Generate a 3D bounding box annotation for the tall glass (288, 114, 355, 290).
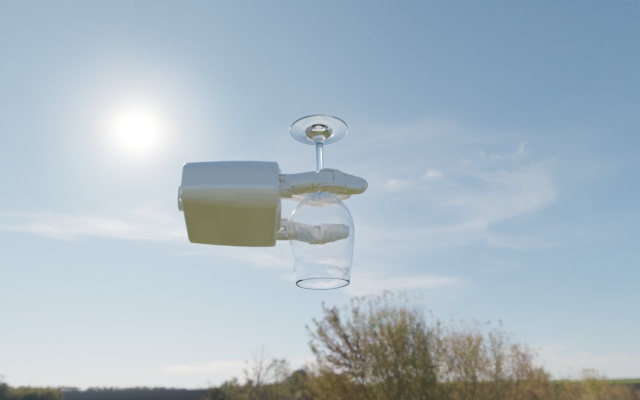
[{"bbox_3d":[0.000,0.001,0.573,0.079,0.201,0.079,-2,-22,-1],"label":"tall glass"}]
